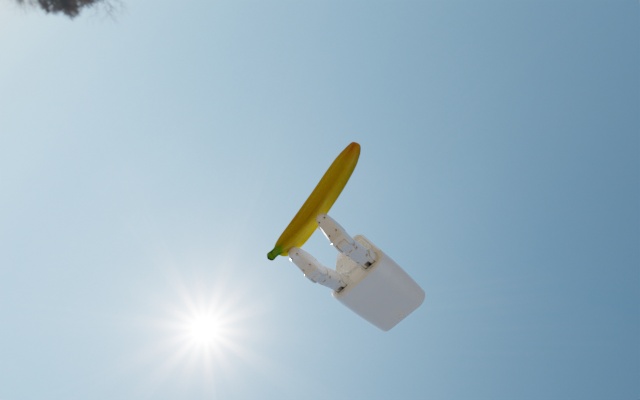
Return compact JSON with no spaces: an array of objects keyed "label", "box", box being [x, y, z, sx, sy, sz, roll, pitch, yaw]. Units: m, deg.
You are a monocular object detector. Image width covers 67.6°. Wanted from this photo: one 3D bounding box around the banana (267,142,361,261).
[{"label":"banana","box":[-0.004,0.006,0.665,0.037,0.198,0.069,36,-7,-1]}]
